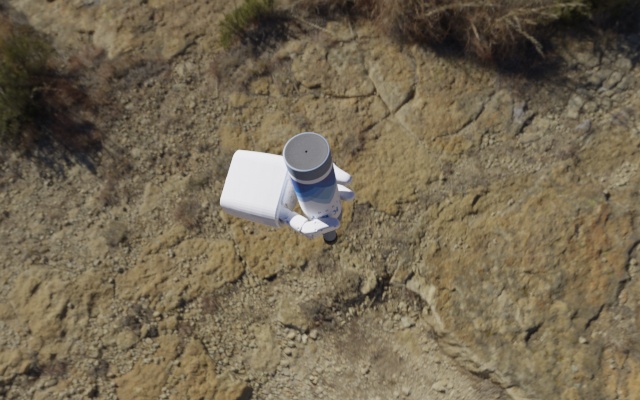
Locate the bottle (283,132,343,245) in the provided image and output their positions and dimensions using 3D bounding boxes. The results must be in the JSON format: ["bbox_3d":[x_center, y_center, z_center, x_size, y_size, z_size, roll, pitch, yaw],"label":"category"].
[{"bbox_3d":[0.000,0.002,0.789,0.069,0.069,0.296,0,-29,9],"label":"bottle"}]
